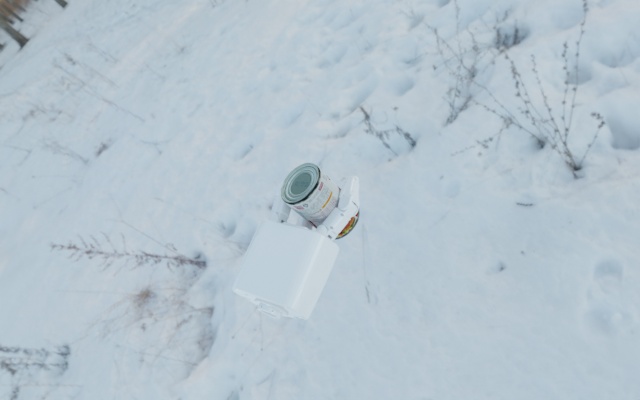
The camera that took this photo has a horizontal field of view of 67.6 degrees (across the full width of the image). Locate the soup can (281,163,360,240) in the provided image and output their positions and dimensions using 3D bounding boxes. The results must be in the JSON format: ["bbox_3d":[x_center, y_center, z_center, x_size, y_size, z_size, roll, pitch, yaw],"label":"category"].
[{"bbox_3d":[0.000,0.002,0.673,0.068,0.068,0.102,0,-31,42],"label":"soup can"}]
